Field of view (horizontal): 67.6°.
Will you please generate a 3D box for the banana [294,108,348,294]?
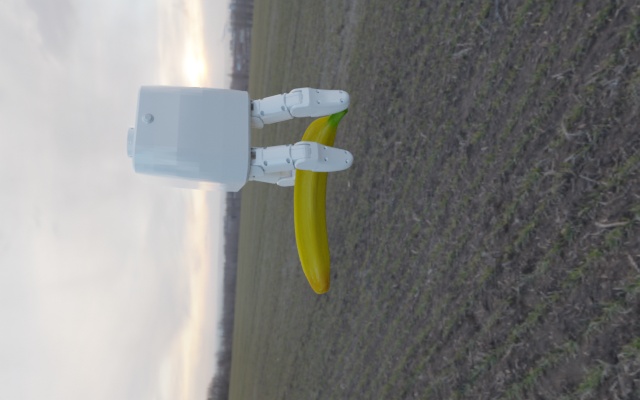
[{"bbox_3d":[-0.006,-0.003,0.515,0.037,0.198,0.069,4,2,-20],"label":"banana"}]
